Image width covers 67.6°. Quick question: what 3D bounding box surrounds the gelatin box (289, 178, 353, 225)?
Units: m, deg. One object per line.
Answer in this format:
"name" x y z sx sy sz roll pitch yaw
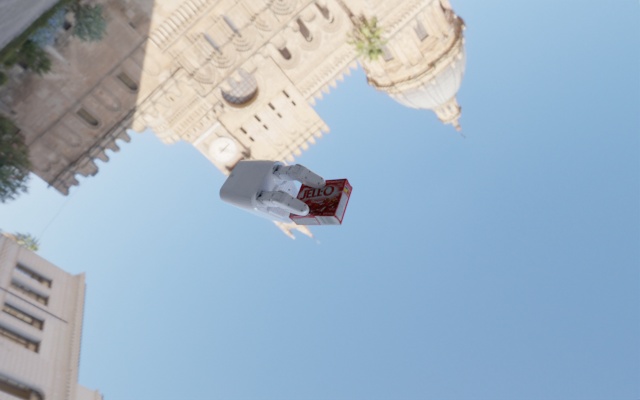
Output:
"gelatin box" 0.001 0.003 0.770 0.089 0.073 0.030 -2 -36 33
